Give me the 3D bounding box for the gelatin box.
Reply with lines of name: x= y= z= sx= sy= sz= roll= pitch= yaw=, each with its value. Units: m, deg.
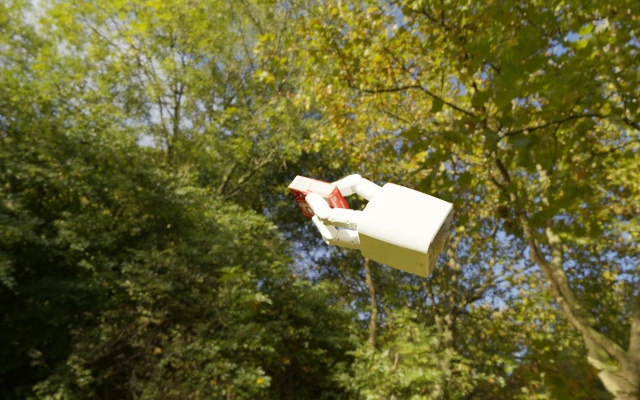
gelatin box: x=0.000 y=0.002 z=0.768 sx=0.089 sy=0.030 sz=0.073 roll=16 pitch=-33 yaw=39
